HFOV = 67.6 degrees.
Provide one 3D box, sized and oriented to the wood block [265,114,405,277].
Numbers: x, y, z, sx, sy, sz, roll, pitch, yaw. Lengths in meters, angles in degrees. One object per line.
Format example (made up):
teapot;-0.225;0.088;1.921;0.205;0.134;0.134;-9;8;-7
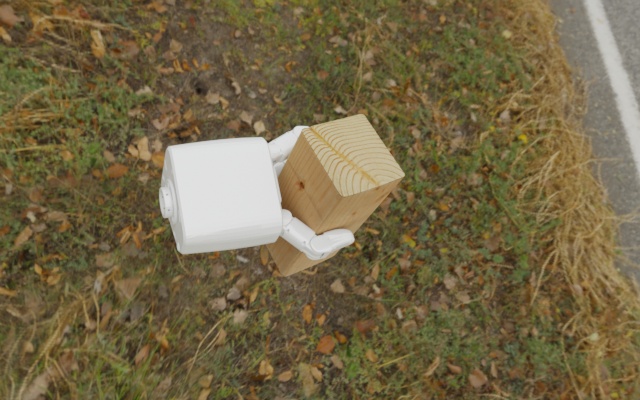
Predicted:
wood block;0.000;0.002;0.584;0.090;0.090;0.206;-19;-21;-32
